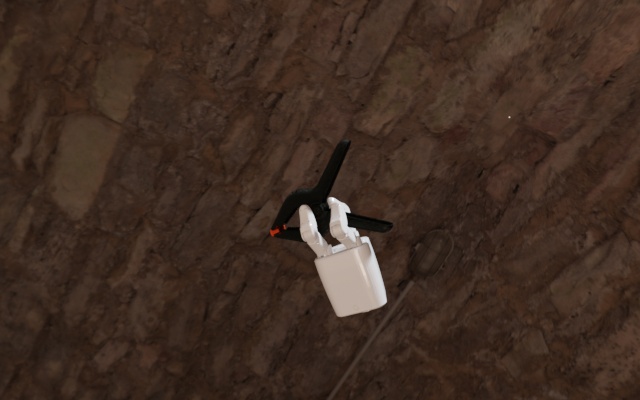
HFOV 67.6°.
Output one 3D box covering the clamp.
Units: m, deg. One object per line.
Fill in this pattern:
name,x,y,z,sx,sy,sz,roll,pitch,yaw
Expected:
clamp,0.000,0.003,0.806,0.210,0.164,0.036,-20,1,23
